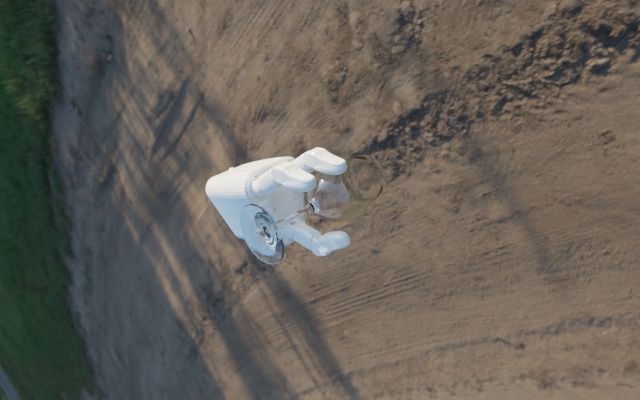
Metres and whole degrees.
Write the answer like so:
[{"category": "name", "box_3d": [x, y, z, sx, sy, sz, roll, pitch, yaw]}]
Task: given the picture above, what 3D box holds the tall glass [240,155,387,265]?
[{"category": "tall glass", "box_3d": [0.000, 0.002, 0.598, 0.079, 0.079, 0.201, 0, 21, 47]}]
